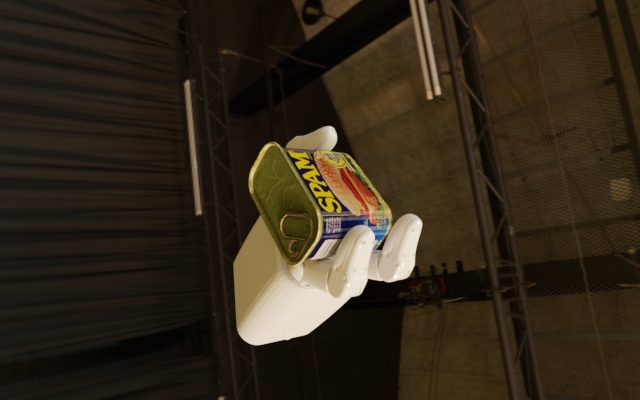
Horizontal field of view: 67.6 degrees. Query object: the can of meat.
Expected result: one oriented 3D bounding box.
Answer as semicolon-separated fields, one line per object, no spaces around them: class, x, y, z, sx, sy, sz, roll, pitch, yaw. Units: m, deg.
can of meat;0.000;0.001;0.403;0.084;0.102;0.057;0;-44;-40
